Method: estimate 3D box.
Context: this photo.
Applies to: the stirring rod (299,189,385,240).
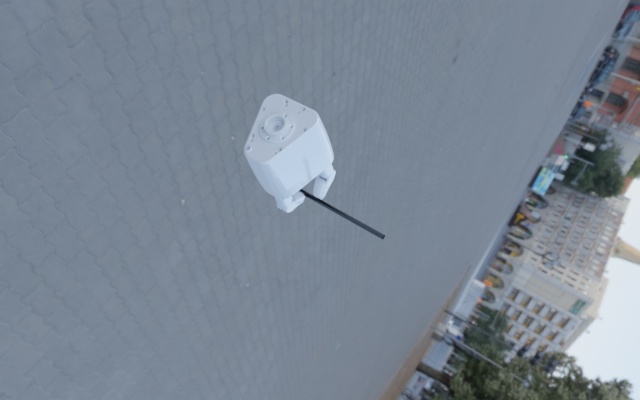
[{"bbox_3d":[0.000,0.003,0.781,0.239,0.011,0.011,29,12,22],"label":"stirring rod"}]
